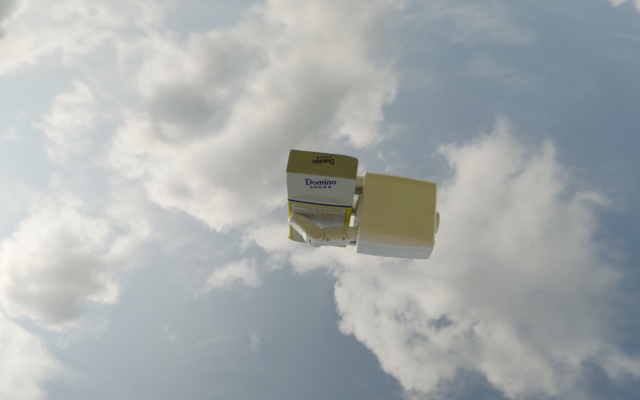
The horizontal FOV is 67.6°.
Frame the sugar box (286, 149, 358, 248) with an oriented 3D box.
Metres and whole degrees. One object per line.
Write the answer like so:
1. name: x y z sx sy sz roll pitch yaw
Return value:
1. sugar box: 0.000 0.002 0.684 0.093 0.048 0.176 7 -37 2
